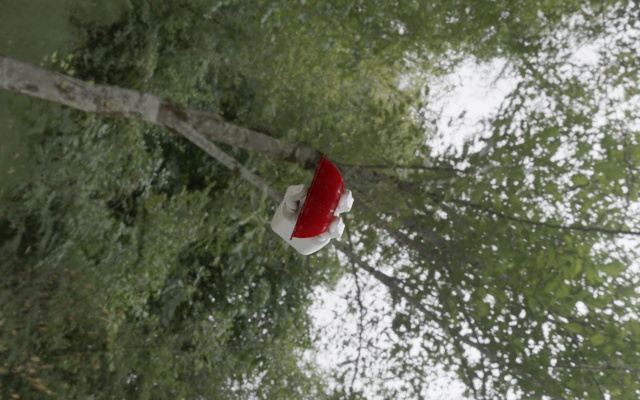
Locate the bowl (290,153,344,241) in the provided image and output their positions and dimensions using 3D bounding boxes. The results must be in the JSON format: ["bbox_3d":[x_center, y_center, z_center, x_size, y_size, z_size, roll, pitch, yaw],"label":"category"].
[{"bbox_3d":[0.001,0.003,0.827,0.055,0.162,0.162,21,-1,-1],"label":"bowl"}]
